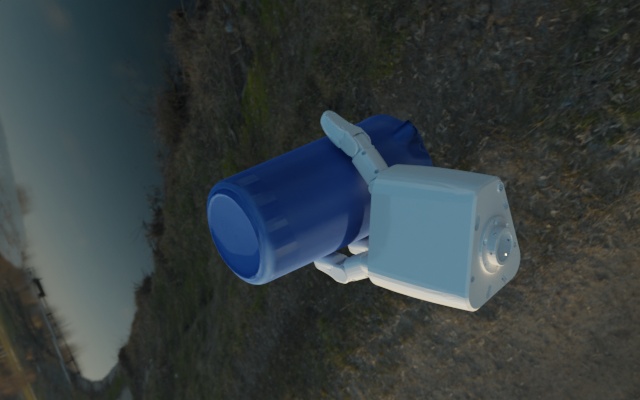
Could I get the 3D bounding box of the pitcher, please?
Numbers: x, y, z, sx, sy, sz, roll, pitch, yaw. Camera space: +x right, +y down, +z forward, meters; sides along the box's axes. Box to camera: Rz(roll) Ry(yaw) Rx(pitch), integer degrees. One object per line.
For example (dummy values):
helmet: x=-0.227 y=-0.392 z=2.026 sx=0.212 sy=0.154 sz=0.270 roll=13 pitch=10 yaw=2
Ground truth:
pitcher: x=0.000 y=0.002 z=0.535 sx=0.243 sy=0.149 sz=0.145 roll=-24 pitch=25 yaw=-38
